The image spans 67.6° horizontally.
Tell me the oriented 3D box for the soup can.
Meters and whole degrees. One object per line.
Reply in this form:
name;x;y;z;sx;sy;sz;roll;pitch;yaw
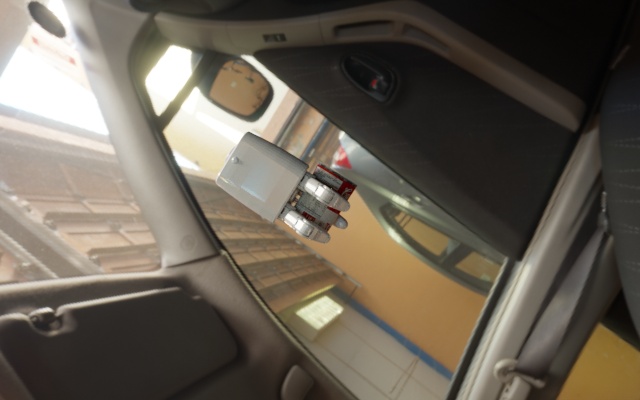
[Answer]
soup can;0.000;0.003;0.720;0.068;0.102;0.068;32;3;-2
